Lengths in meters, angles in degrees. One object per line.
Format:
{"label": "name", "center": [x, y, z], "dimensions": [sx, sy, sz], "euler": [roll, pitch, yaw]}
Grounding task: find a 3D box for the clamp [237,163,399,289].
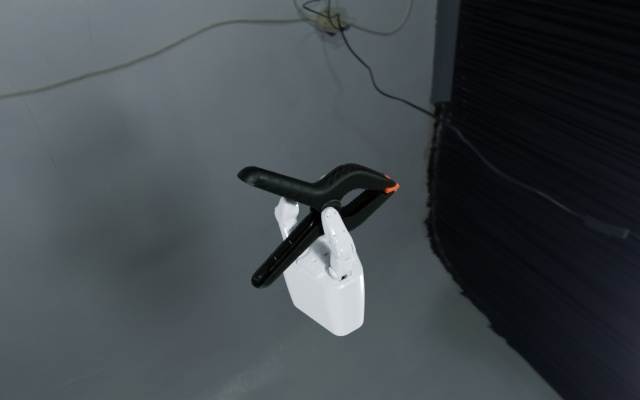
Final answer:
{"label": "clamp", "center": [0.001, 0.002, 0.558], "dimensions": [0.210, 0.165, 0.036], "euler": [-25, 43, -20]}
